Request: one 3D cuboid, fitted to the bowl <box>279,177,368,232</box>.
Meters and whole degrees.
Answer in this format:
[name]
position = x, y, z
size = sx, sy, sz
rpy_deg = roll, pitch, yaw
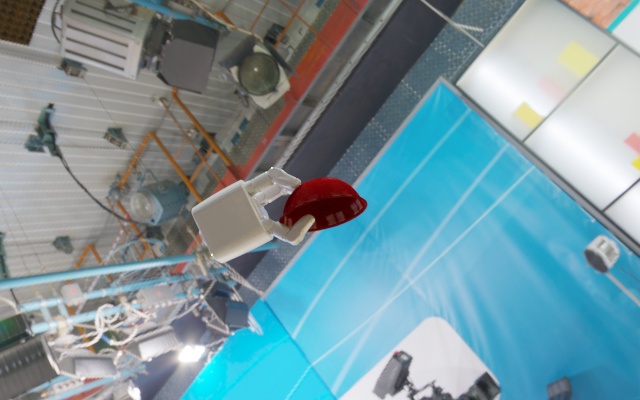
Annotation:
[bowl]
position = 0.001, 0.002, 0.855
size = 0.162, 0.055, 0.162
rpy_deg = -11, -22, -4
